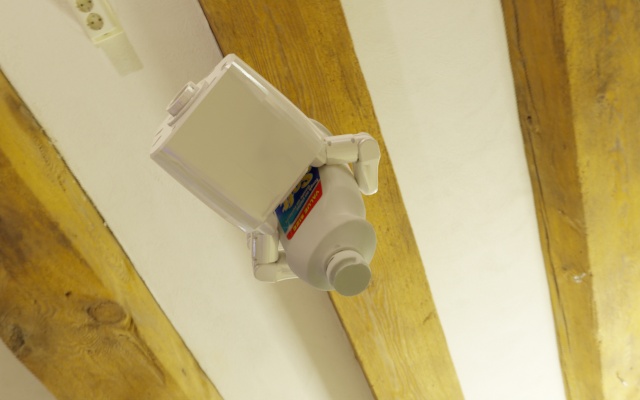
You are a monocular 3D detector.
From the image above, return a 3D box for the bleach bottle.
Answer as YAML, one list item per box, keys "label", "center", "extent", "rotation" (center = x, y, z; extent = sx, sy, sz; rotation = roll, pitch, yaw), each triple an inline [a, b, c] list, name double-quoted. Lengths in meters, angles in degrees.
- label: "bleach bottle"
  center: [0.000, 0.002, 0.454]
  extent: [0.068, 0.102, 0.250]
  rotation: [40, 9, -26]
